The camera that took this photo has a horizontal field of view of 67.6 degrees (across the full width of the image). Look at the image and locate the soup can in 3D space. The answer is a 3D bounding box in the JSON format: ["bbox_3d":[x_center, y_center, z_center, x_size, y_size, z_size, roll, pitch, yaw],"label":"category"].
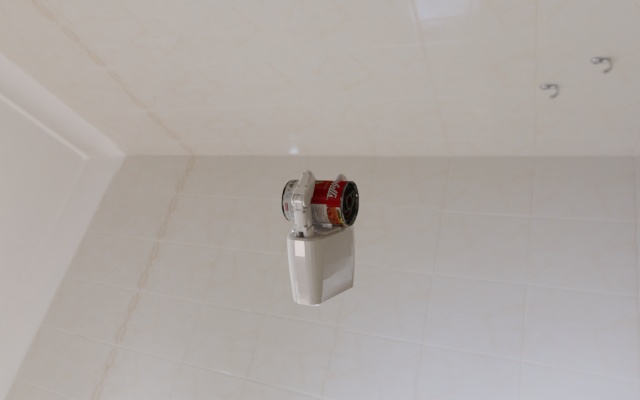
[{"bbox_3d":[0.000,0.002,0.731,0.102,0.068,0.068,3,1,25],"label":"soup can"}]
